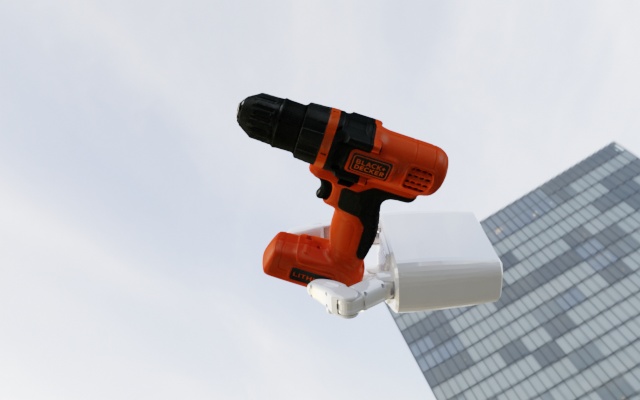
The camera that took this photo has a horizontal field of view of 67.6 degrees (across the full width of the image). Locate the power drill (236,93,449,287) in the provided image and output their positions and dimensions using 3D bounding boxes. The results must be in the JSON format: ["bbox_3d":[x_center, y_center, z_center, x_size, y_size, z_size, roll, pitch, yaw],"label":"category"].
[{"bbox_3d":[0.000,0.002,0.446,0.184,0.188,0.057,18,39,-3],"label":"power drill"}]
